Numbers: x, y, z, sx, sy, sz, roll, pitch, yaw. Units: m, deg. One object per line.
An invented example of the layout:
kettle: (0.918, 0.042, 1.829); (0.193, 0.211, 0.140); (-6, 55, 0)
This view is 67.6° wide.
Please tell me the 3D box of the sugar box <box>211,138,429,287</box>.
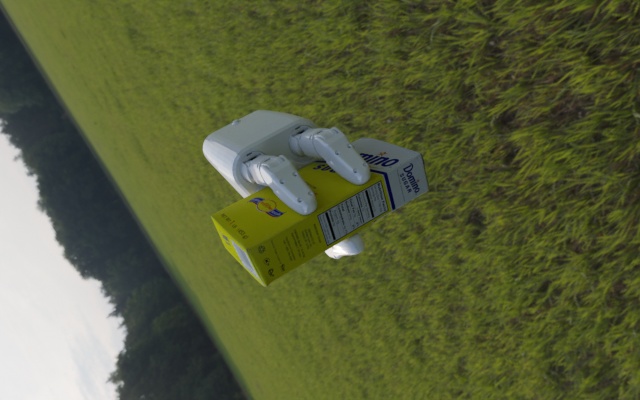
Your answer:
sugar box: (0.000, 0.001, 0.430); (0.176, 0.048, 0.093); (-31, 30, -19)
